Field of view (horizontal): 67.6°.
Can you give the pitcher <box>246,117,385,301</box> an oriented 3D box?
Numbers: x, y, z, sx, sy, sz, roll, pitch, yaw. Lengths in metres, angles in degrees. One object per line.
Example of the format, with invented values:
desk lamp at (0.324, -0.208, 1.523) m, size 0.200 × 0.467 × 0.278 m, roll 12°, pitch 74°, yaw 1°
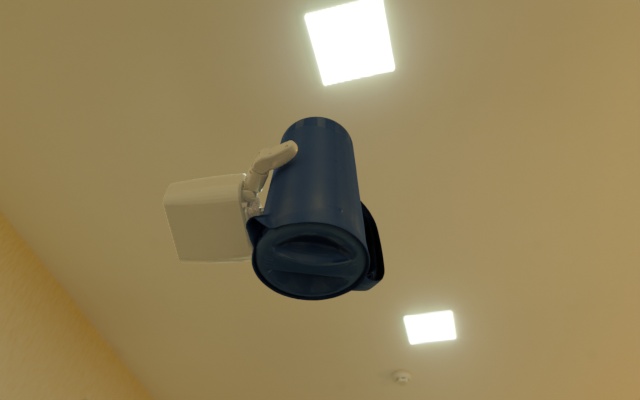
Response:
pitcher at (0.000, 0.002, 0.624) m, size 0.145 × 0.149 × 0.242 m, roll -7°, pitch 41°, yaw 8°
